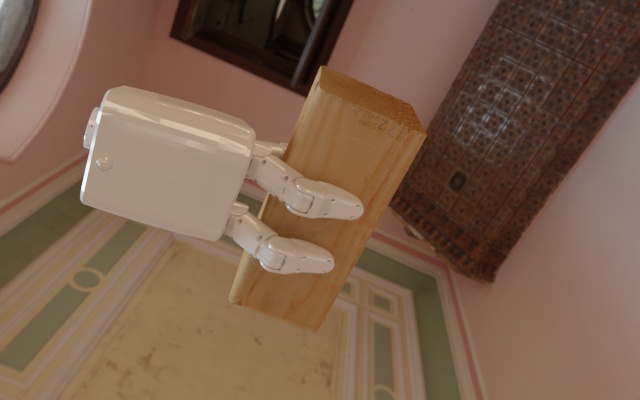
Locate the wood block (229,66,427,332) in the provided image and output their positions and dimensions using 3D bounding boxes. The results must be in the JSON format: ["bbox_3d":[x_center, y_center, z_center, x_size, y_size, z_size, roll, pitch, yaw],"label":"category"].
[{"bbox_3d":[0.000,0.001,0.424,0.090,0.206,0.090,22,26,-9],"label":"wood block"}]
